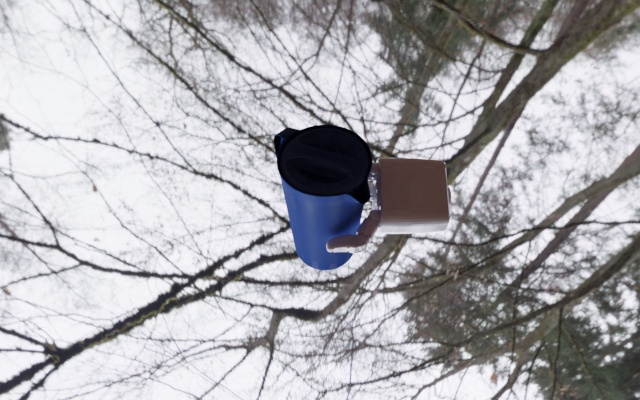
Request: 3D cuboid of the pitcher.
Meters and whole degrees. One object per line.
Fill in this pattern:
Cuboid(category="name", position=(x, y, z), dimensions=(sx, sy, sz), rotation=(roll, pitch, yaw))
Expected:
Cuboid(category="pitcher", position=(0.000, 0.003, 0.757), dimensions=(0.145, 0.149, 0.243), rotation=(0, -36, 1))
